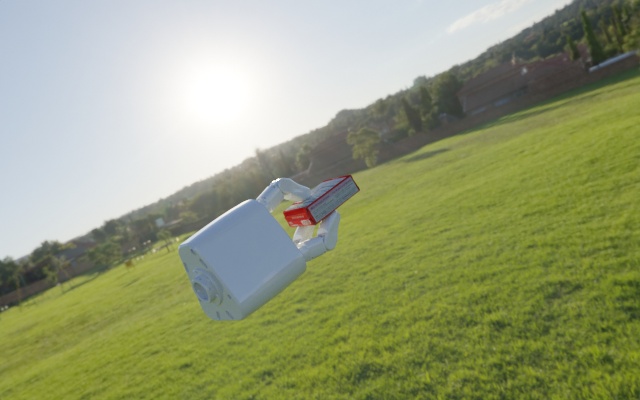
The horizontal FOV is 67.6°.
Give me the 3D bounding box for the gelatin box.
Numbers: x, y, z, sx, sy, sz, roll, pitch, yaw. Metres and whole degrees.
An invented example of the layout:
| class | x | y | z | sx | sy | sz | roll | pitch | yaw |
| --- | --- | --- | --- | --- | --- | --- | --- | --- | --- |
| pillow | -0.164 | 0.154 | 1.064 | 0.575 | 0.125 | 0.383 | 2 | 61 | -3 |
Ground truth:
| class | x | y | z | sx | sy | sz | roll | pitch | yaw |
| --- | --- | --- | --- | --- | --- | --- | --- | --- | --- |
| gelatin box | 0.000 | 0.002 | 0.663 | 0.089 | 0.030 | 0.073 | -38 | 13 | -27 |
